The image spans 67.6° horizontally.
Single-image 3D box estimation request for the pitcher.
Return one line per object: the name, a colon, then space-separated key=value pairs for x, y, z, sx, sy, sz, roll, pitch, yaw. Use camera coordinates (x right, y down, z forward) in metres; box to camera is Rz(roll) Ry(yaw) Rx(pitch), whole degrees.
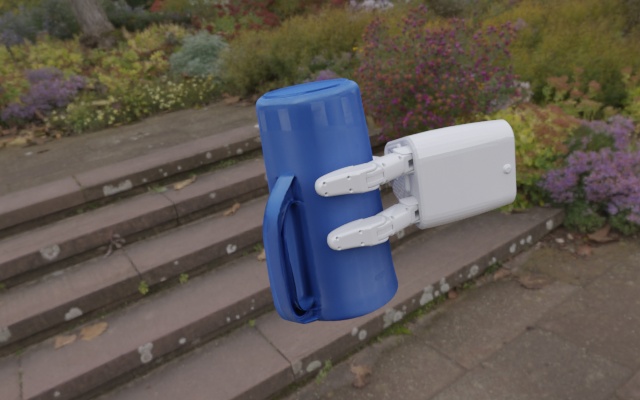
pitcher: x=0.000 y=0.002 z=0.515 sx=0.145 sy=0.243 sz=0.149 roll=-13 pitch=19 yaw=-7
